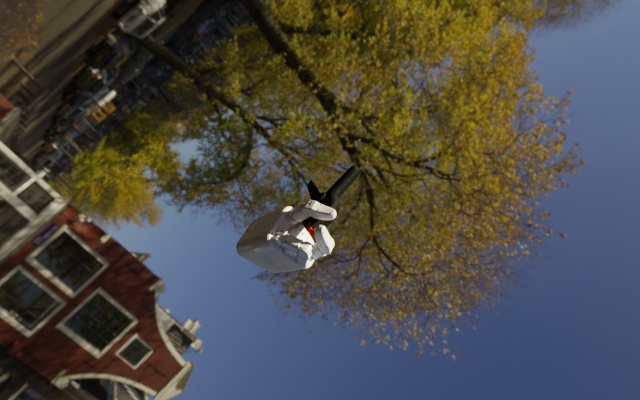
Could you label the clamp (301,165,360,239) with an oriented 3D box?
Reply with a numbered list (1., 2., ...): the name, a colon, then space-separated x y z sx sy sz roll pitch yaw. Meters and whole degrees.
1. clamp: 0.001 0.003 0.899 0.120 0.039 0.171 -18 30 44
